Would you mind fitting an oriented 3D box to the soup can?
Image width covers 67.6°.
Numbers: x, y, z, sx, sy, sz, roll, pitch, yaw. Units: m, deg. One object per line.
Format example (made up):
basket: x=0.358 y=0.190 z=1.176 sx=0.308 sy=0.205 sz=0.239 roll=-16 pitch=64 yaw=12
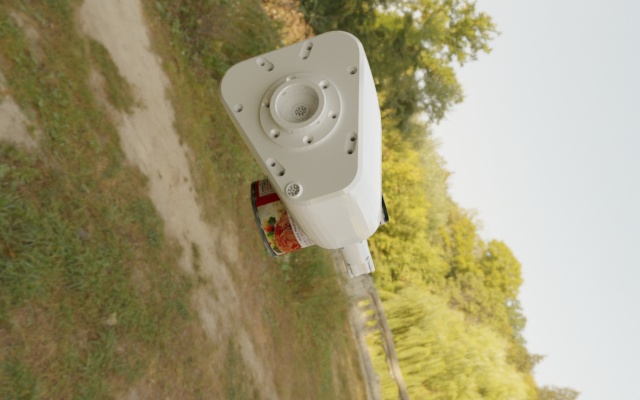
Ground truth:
soup can: x=0.000 y=0.001 z=0.406 sx=0.102 sy=0.068 sz=0.068 roll=-17 pitch=-2 yaw=5
